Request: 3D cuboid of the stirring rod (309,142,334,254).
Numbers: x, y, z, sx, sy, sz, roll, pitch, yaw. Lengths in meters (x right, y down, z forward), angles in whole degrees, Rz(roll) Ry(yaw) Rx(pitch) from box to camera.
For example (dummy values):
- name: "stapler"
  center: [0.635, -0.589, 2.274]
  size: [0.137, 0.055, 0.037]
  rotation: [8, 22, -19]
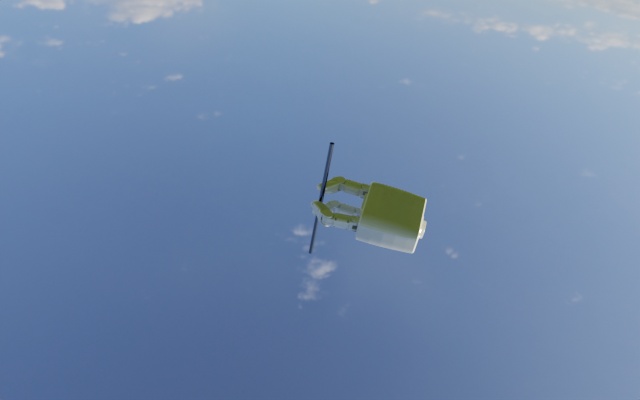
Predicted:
- name: "stirring rod"
  center: [0.000, 0.003, 0.868]
  size: [0.011, 0.240, 0.011]
  rotation: [8, 33, -5]
